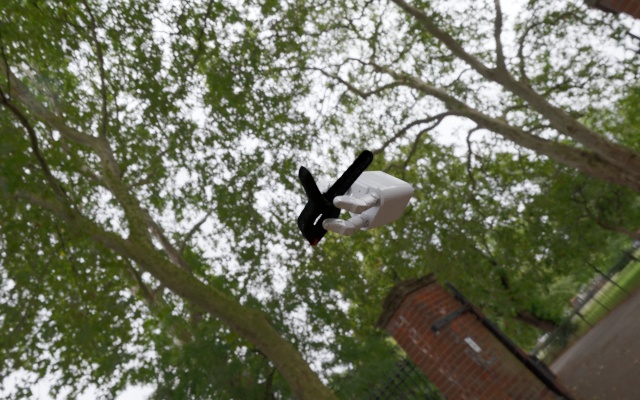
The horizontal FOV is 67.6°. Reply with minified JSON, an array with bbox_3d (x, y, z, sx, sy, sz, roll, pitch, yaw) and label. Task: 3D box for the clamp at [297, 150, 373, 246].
[{"bbox_3d":[0.000,0.003,0.865,0.164,0.210,0.036,-10,46,-42],"label":"clamp"}]
